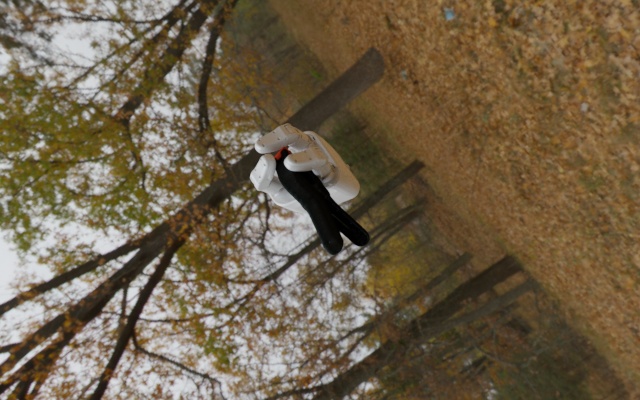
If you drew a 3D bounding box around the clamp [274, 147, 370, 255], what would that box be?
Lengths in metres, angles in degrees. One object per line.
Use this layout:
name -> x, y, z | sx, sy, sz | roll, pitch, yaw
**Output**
clamp -> 0.000, 0.002, 0.635 | 0.039, 0.171, 0.120 | -39, -23, 13
